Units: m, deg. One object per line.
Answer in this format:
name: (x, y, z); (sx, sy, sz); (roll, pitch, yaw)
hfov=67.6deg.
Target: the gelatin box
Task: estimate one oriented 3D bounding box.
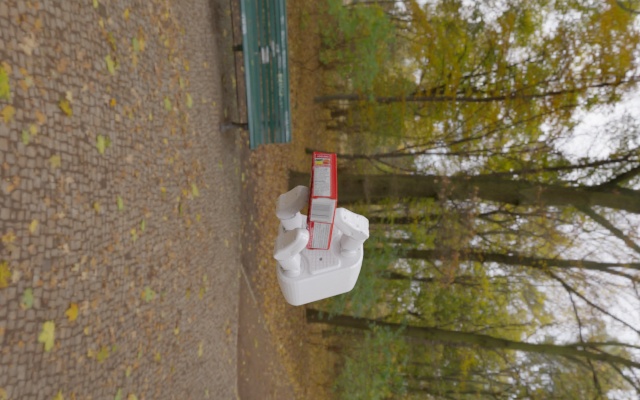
gelatin box: (0.001, 0.002, 0.541); (0.030, 0.073, 0.089); (4, -43, -3)
